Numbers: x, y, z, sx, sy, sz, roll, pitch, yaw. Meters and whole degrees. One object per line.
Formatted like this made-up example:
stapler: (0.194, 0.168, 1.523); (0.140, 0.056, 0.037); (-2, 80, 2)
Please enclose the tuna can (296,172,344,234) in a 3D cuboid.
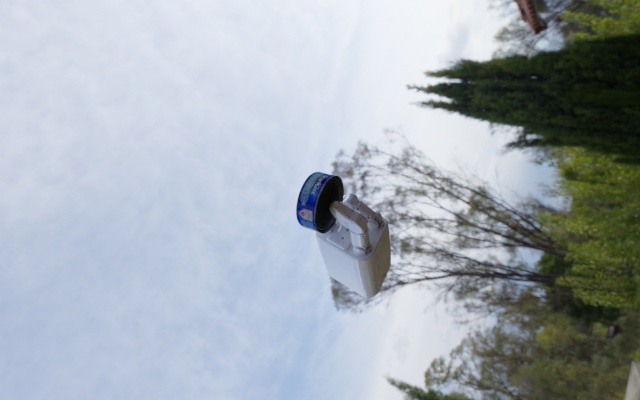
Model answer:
tuna can: (0.000, 0.002, 0.690); (0.033, 0.086, 0.086); (16, 7, 25)
